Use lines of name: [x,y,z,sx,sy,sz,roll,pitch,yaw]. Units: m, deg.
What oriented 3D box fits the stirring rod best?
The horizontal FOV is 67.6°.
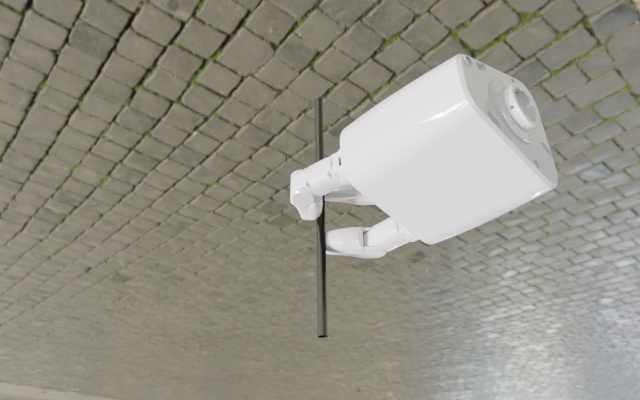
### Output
stirring rod: [0.000,0.001,0.431,0.011,0.239,0.011,-1,-30,0]
